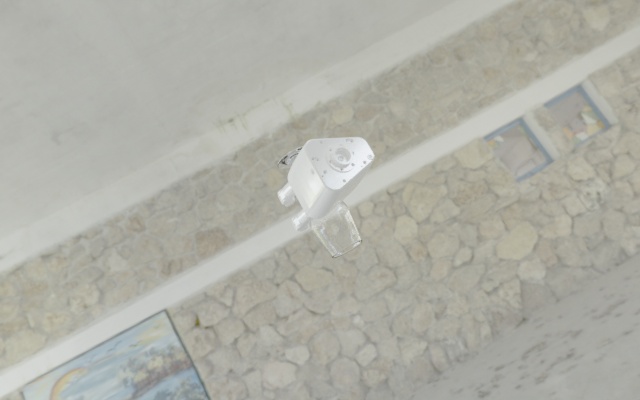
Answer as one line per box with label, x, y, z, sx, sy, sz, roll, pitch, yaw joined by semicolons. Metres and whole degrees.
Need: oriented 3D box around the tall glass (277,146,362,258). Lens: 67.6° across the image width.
tall glass;0.000;0.002;0.865;0.079;0.201;0.079;-28;-14;-7
